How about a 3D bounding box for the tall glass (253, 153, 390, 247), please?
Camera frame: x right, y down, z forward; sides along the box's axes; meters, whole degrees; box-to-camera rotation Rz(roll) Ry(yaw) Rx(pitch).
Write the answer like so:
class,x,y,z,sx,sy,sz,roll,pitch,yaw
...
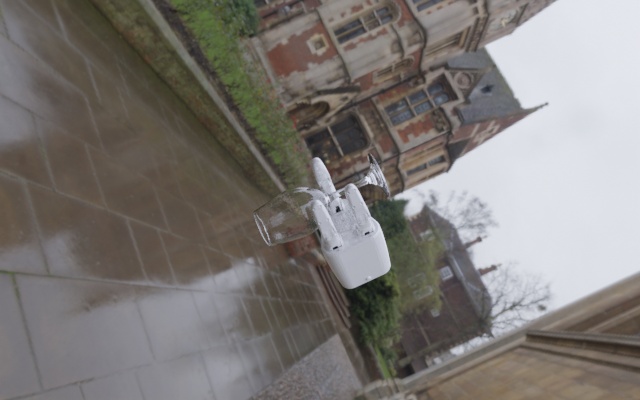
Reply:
class,x,y,z,sx,sy,sz,roll,pitch,yaw
tall glass,0.001,0.002,0.738,0.201,0.079,0.079,-25,0,0
